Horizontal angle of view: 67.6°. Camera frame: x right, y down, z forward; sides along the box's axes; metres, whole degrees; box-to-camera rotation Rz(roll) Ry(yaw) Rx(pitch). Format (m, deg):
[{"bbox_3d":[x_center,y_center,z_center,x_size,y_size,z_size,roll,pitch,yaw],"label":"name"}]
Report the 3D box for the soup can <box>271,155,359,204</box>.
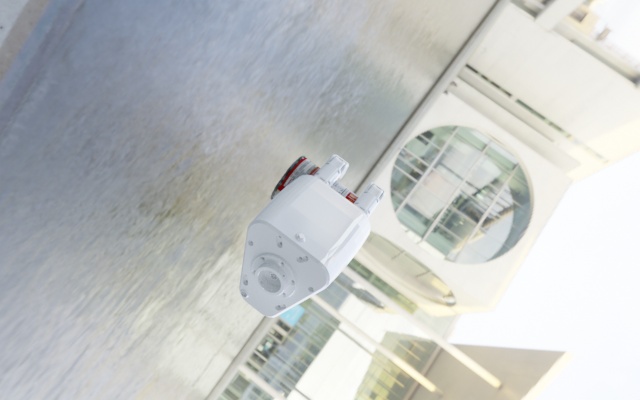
[{"bbox_3d":[0.000,0.002,0.580,0.102,0.068,0.068,37,4,6],"label":"soup can"}]
